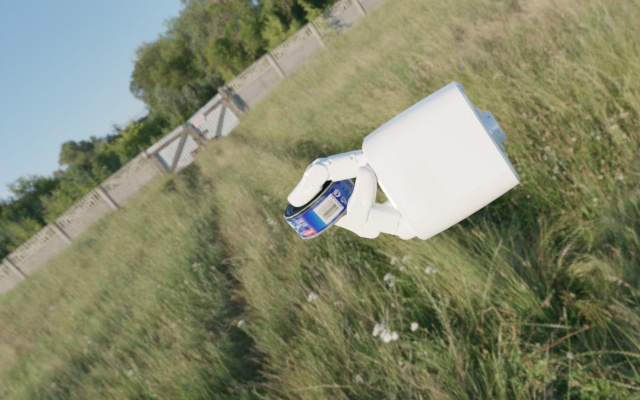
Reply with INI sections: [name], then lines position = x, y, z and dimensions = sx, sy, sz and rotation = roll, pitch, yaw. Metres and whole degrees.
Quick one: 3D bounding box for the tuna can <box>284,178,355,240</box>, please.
[tuna can]
position = 0.000, 0.001, 0.535
dimensions = 0.086, 0.034, 0.086
rotation = -39, 16, 13
